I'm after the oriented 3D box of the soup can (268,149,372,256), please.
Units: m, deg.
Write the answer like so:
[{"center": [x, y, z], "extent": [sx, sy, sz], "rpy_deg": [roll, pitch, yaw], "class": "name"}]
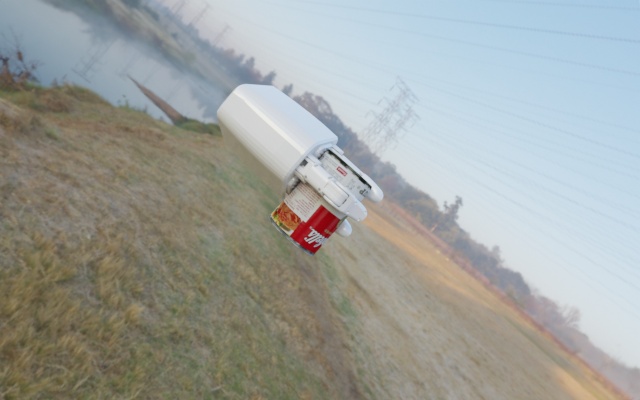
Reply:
[{"center": [0.001, 0.002, 0.535], "extent": [0.068, 0.102, 0.068], "rpy_deg": [41, 3, -3], "class": "soup can"}]
